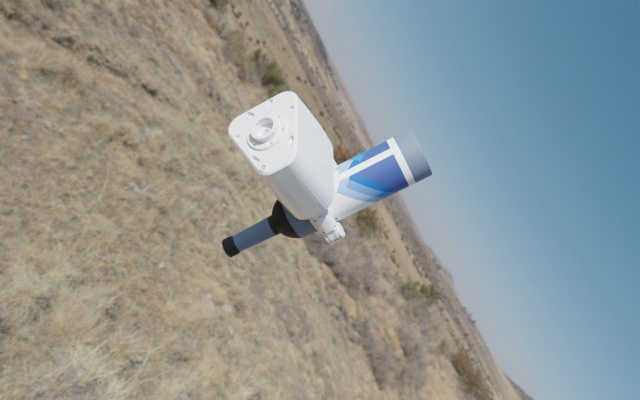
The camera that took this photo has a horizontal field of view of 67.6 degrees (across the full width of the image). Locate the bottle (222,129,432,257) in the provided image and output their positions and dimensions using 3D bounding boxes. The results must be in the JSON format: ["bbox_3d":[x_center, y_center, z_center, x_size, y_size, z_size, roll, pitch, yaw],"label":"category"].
[{"bbox_3d":[0.000,0.002,0.641,0.296,0.069,0.069,-27,-5,9],"label":"bottle"}]
